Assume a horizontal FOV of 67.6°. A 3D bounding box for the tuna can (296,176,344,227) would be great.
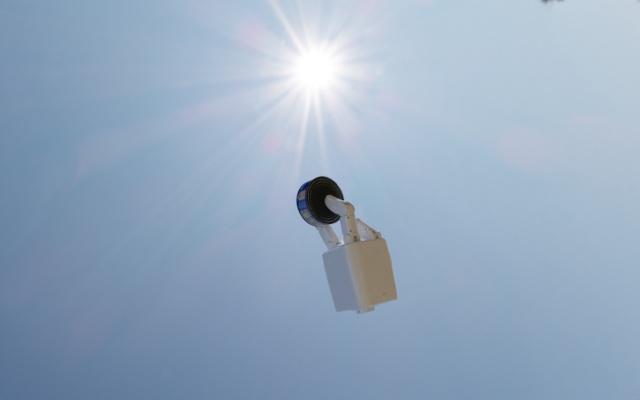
[{"bbox_3d":[0.000,0.003,0.834,0.086,0.086,0.034,0,-13,-40],"label":"tuna can"}]
